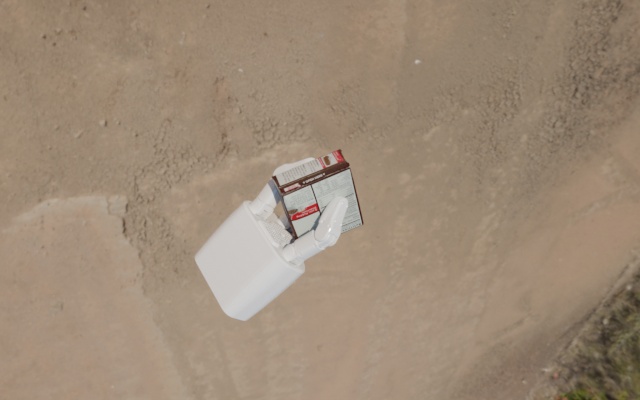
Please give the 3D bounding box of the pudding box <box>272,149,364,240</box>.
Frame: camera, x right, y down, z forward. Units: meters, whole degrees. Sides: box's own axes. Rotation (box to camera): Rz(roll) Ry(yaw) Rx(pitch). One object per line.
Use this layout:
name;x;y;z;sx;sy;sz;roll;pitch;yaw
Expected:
pudding box;0.000;0.002;0.588;0.090;0.039;0.114;-23;-41;-6
